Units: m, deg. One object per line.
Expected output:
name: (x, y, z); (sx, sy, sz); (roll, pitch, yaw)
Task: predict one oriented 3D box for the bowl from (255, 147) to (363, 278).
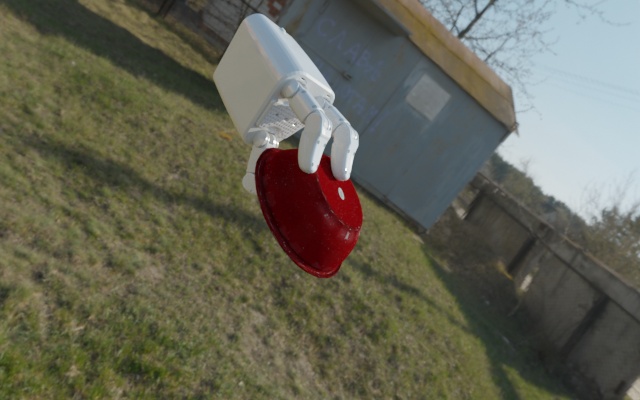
bowl: (0.001, 0.003, 0.531); (0.055, 0.162, 0.162); (-27, -12, 24)
